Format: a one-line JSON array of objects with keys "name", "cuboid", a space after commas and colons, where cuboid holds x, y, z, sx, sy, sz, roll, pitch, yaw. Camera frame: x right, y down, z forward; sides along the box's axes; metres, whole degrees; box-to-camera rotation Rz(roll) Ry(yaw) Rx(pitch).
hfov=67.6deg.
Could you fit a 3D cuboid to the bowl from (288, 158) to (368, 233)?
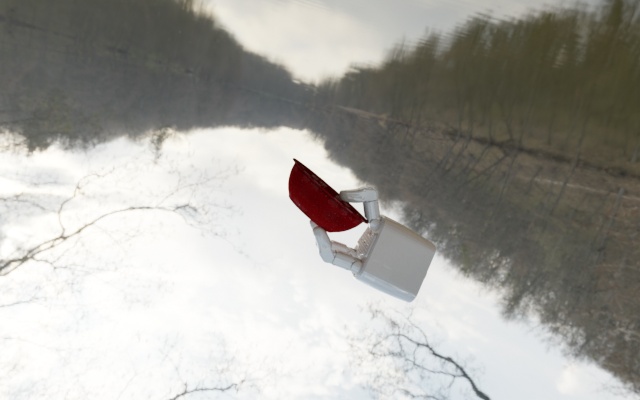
[{"name": "bowl", "cuboid": [-0.001, 0.002, 0.778, 0.162, 0.055, 0.162, 41, 5, -4]}]
